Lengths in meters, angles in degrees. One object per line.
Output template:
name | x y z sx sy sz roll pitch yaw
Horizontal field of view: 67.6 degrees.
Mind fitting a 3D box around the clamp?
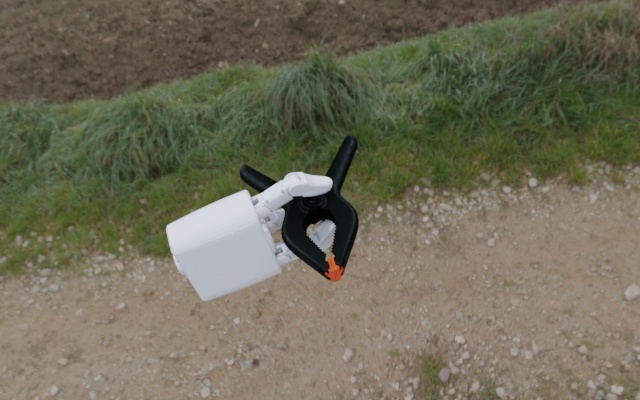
clamp | 0.000 0.002 0.598 0.164 0.209 0.036 -23 -38 -5
